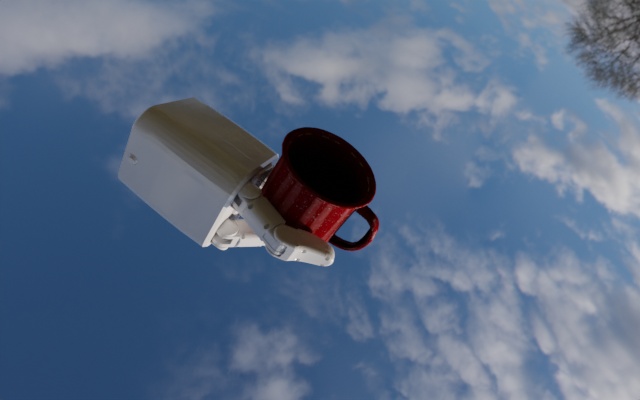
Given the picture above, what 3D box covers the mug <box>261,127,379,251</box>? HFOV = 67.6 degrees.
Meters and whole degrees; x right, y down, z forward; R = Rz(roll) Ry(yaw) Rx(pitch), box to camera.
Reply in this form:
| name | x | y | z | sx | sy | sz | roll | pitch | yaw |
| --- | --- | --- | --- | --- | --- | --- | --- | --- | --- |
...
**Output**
| name | x | y | z | sx | sy | sz | roll | pitch | yaw |
| --- | --- | --- | --- | --- | --- | --- | --- | --- | --- |
| mug | 0.001 | 0.002 | 0.438 | 0.117 | 0.081 | 0.093 | 38 | 40 | 1 |
